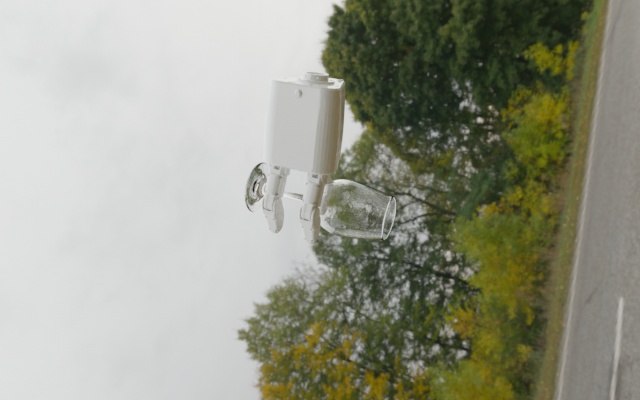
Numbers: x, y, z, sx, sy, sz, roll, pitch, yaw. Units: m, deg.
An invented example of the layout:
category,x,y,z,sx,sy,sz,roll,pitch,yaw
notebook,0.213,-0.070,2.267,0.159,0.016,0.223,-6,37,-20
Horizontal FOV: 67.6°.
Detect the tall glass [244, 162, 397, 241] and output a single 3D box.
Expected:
category,x,y,z,sx,sy,sz,roll,pitch,yaw
tall glass,-0.001,0.002,0.661,0.201,0.079,0.079,14,5,20
